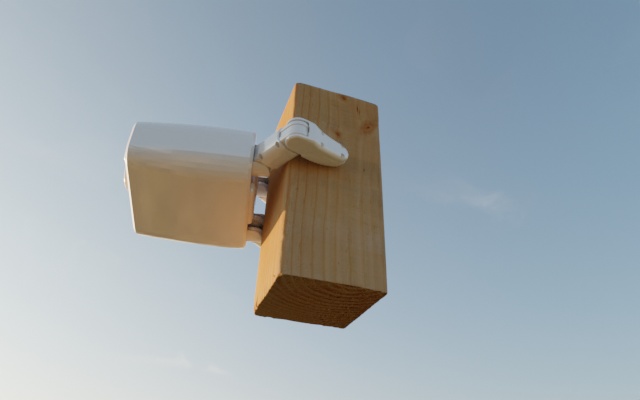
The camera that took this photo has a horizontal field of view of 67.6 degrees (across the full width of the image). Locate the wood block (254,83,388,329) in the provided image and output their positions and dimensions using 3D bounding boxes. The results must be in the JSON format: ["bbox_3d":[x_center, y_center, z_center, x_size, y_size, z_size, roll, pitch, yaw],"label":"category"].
[{"bbox_3d":[0.000,0.001,0.449,0.090,0.206,0.091,13,-36,-15],"label":"wood block"}]
